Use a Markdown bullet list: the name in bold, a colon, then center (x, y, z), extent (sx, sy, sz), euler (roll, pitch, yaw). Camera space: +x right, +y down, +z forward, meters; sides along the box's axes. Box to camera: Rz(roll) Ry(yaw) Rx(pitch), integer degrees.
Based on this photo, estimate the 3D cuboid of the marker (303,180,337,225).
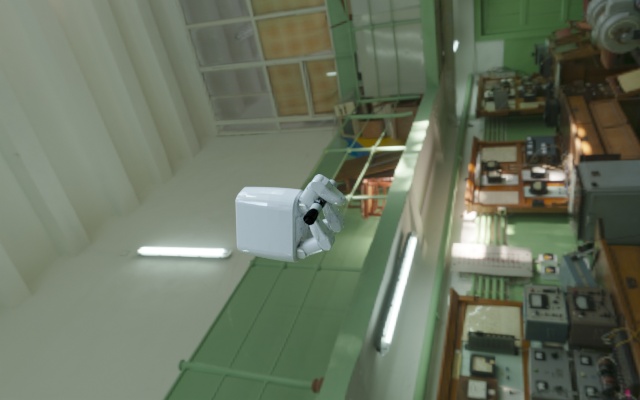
- **marker**: center (0.000, 0.002, 0.748), extent (0.020, 0.020, 0.121), euler (0, 29, 21)
